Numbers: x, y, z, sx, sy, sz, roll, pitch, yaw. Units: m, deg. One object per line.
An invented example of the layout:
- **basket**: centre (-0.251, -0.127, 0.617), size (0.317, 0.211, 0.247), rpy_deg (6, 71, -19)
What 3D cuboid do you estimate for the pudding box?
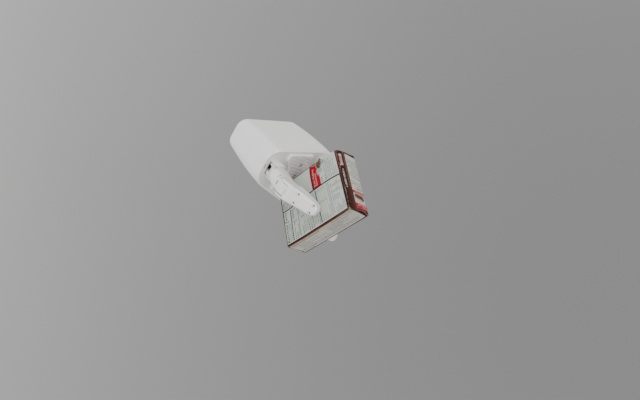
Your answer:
- **pudding box**: centre (0.000, 0.002, 0.605), size (0.039, 0.090, 0.113), rpy_deg (18, -41, -42)
